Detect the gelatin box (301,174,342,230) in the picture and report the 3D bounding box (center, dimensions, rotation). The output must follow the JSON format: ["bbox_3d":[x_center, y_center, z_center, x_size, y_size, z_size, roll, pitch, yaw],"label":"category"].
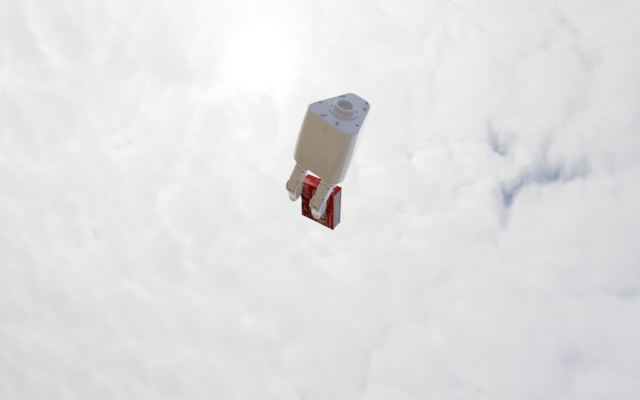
[{"bbox_3d":[0.000,0.003,0.864,0.073,0.089,0.030,25,48,25],"label":"gelatin box"}]
